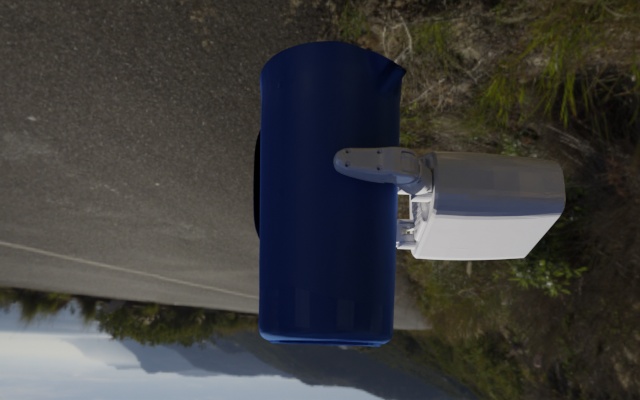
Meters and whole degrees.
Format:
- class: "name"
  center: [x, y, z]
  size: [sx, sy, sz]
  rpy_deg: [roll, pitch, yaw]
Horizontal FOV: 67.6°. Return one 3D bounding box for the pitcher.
- class: "pitcher"
  center: [0.000, 0.001, 0.424]
  size: [0.145, 0.242, 0.149]
  rpy_deg: [2, -17, 1]
